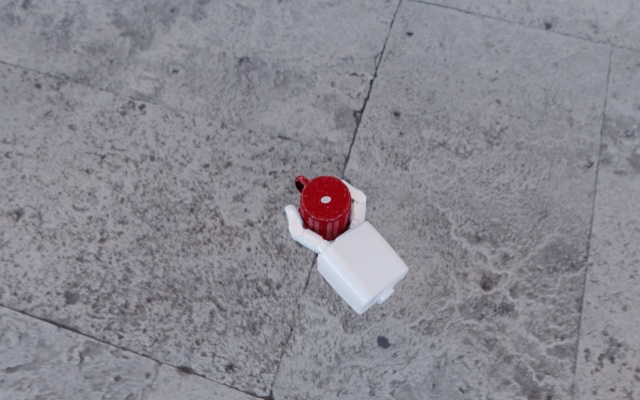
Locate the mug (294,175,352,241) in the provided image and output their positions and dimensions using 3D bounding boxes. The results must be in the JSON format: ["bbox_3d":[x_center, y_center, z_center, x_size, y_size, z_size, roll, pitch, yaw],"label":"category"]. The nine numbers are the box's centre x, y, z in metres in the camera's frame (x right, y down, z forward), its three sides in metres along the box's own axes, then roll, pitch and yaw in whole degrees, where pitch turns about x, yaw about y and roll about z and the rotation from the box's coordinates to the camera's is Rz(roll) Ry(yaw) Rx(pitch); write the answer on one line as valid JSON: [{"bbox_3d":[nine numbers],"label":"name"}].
[{"bbox_3d":[-0.001,0.001,0.787,0.093,0.117,0.081,-38,-17,-16],"label":"mug"}]
